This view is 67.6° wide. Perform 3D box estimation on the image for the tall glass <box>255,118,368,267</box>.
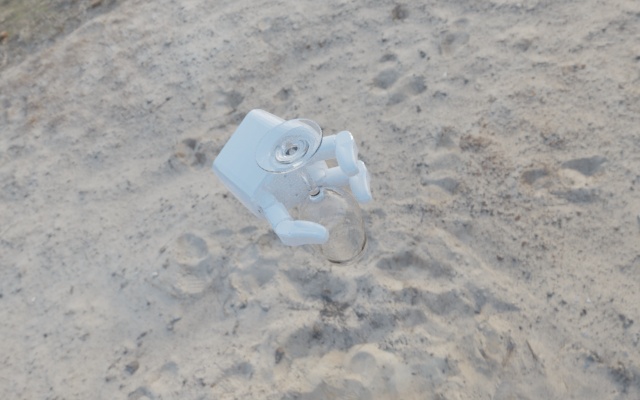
[{"bbox_3d":[0.000,0.002,0.557,0.079,0.079,0.201,0,-36,25],"label":"tall glass"}]
